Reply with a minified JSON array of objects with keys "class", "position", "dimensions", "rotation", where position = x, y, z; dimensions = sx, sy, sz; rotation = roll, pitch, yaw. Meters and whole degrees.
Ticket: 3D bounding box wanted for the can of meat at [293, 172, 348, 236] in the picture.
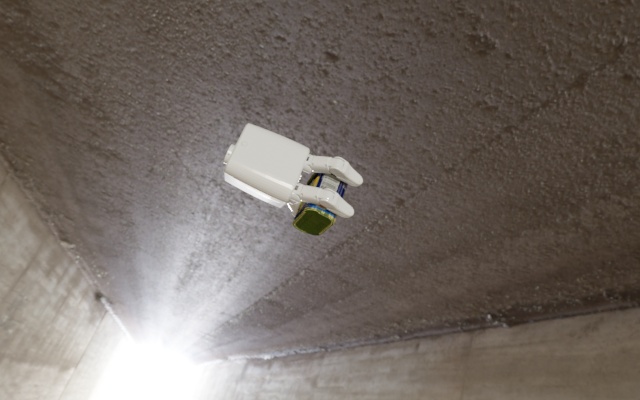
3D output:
[{"class":"can of meat","position":[0.000,0.003,0.774],"dimensions":[0.057,0.084,0.102],"rotation":[25,-27,-9]}]
